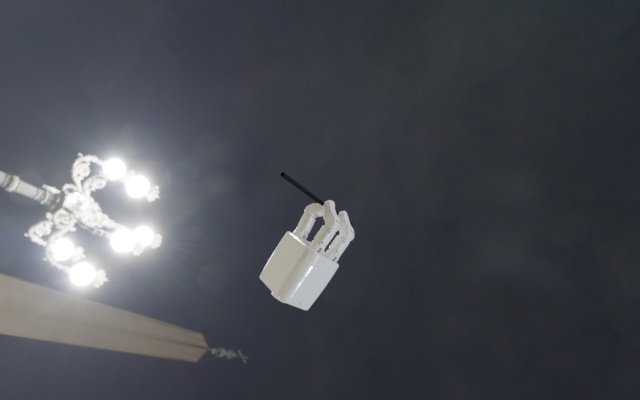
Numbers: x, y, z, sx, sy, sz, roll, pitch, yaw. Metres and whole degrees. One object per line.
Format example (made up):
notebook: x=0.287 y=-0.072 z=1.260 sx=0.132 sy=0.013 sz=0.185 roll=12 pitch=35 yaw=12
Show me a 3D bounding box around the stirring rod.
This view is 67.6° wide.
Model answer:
stirring rod: x=0.000 y=0.003 z=0.870 sx=0.011 sy=0.011 sz=0.240 roll=0 pitch=-22 yaw=34
